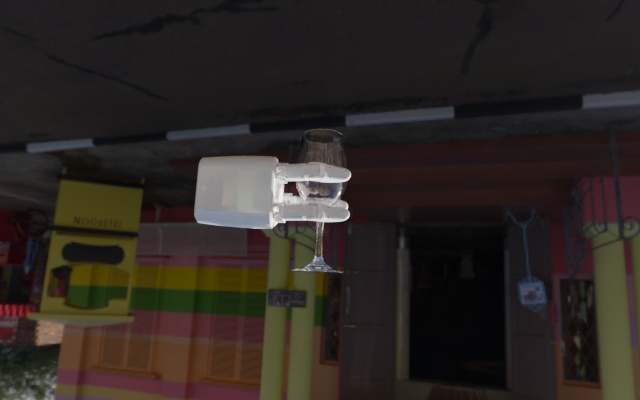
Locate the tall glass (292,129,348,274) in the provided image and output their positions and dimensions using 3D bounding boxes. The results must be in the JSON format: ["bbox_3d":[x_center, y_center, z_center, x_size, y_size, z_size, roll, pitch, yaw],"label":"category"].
[{"bbox_3d":[0.000,0.003,0.685,0.079,0.201,0.079,3,-11,0],"label":"tall glass"}]
